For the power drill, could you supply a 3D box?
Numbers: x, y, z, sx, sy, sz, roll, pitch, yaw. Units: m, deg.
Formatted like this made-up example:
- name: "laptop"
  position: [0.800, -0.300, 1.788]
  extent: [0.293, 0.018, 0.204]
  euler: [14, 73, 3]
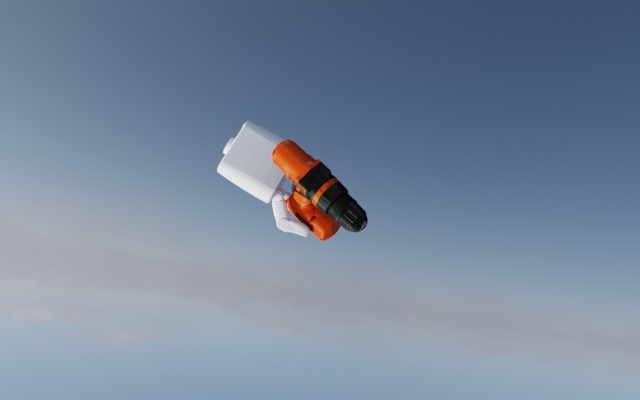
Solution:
- name: "power drill"
  position: [0.000, 0.003, 0.778]
  extent: [0.057, 0.184, 0.188]
  euler: [-40, -16, -15]
